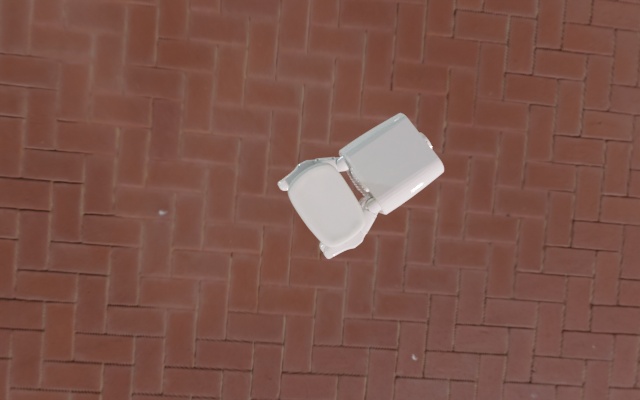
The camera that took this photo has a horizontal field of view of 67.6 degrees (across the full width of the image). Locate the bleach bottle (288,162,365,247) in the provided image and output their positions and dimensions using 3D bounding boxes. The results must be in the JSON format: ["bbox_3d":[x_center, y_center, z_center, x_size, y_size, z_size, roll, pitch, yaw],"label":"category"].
[{"bbox_3d":[0.000,0.002,0.683,0.068,0.102,0.251,-34,4,-2],"label":"bleach bottle"}]
